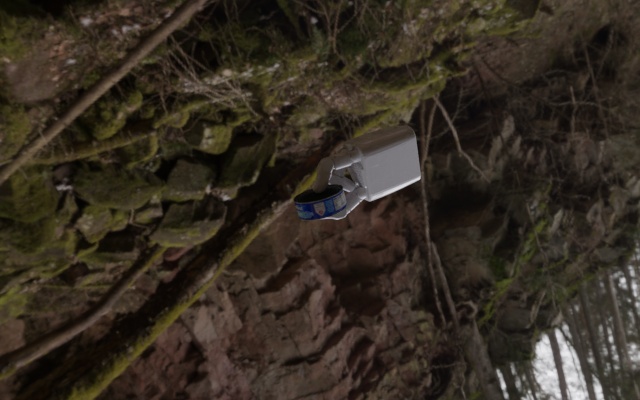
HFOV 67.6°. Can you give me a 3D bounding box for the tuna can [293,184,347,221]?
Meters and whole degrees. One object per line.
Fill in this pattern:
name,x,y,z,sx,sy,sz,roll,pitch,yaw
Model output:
tuna can,0.000,0.003,0.801,0.086,0.034,0.086,-14,15,4
